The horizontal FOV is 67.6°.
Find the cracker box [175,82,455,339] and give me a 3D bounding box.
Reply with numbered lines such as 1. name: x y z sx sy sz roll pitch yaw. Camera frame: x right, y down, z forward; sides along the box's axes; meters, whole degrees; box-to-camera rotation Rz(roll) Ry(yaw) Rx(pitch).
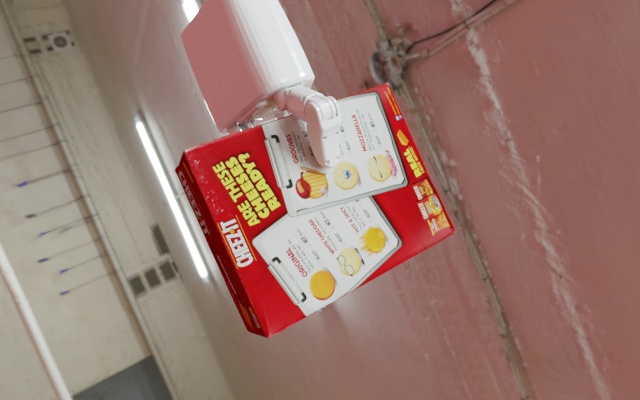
1. cracker box: 0.000 0.001 0.445 0.213 0.164 0.072 -24 0 -26
